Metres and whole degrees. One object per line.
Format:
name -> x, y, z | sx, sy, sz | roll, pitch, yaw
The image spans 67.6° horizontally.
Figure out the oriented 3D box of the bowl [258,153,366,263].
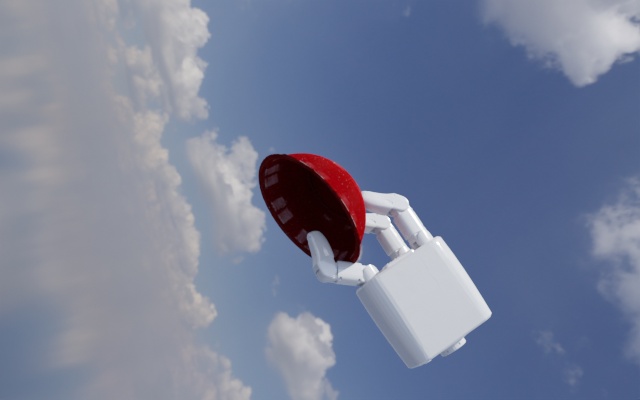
bowl -> 0.000, 0.001, 0.571 | 0.055, 0.162, 0.162 | -40, 23, -30
